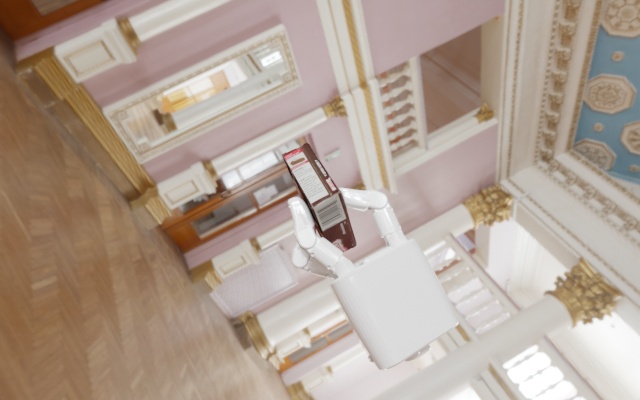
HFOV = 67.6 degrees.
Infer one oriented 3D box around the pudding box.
[{"bbox_3d":[0.000,0.002,0.559,0.039,0.090,0.114,-27,-38,-7],"label":"pudding box"}]
